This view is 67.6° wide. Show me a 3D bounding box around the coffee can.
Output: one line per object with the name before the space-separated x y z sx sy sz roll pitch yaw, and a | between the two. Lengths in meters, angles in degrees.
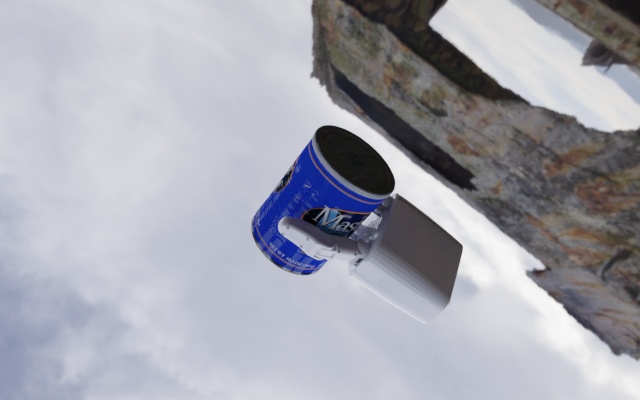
coffee can | 0.000 0.002 0.534 0.103 0.102 0.140 0 -41 -46
